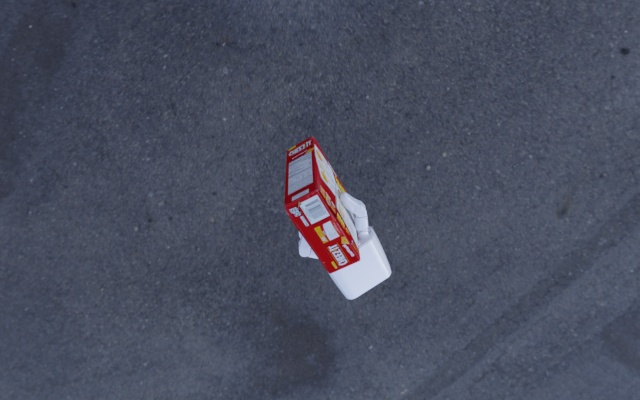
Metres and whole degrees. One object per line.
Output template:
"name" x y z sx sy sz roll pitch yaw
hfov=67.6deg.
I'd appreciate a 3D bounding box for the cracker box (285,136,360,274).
"cracker box" 0.000 0.003 0.879 0.072 0.164 0.213 -26 29 12
